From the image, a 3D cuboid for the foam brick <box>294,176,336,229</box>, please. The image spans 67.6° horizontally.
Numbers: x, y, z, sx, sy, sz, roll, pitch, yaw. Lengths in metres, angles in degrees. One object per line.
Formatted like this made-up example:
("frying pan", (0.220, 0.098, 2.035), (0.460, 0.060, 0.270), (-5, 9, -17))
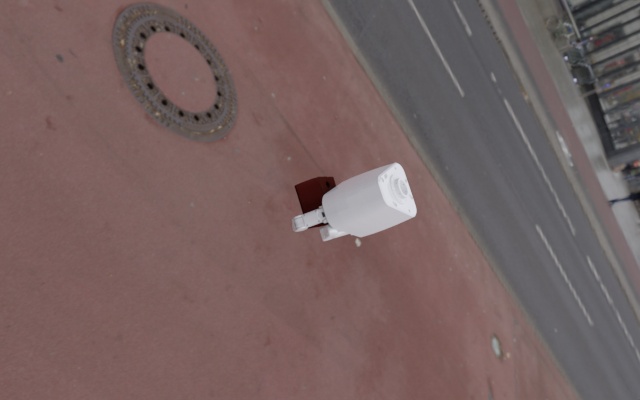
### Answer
("foam brick", (0.000, 0.002, 0.807), (0.051, 0.078, 0.053), (-22, -9, 31))
